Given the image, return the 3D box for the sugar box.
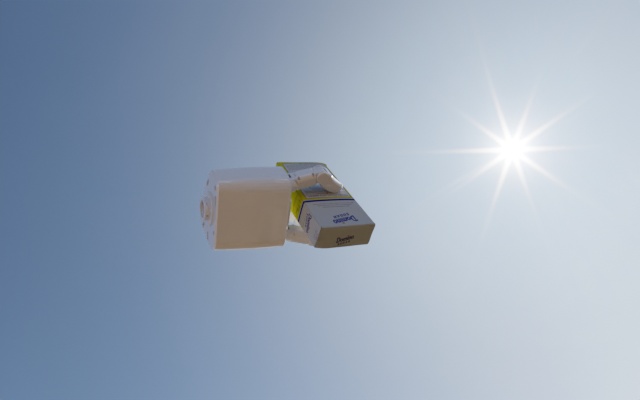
[{"bbox_3d":[0.000,0.003,0.737,0.093,0.048,0.176,-2,38,-28],"label":"sugar box"}]
